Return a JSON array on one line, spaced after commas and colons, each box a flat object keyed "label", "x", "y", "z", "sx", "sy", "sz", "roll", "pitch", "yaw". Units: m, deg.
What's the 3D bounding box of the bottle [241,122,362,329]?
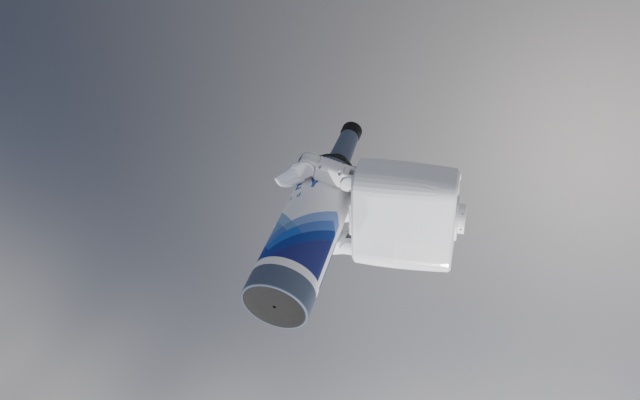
[{"label": "bottle", "x": 0.000, "y": 0.002, "z": 0.540, "sx": 0.069, "sy": 0.069, "sz": 0.295, "roll": 0, "pitch": 41, "yaw": 23}]
